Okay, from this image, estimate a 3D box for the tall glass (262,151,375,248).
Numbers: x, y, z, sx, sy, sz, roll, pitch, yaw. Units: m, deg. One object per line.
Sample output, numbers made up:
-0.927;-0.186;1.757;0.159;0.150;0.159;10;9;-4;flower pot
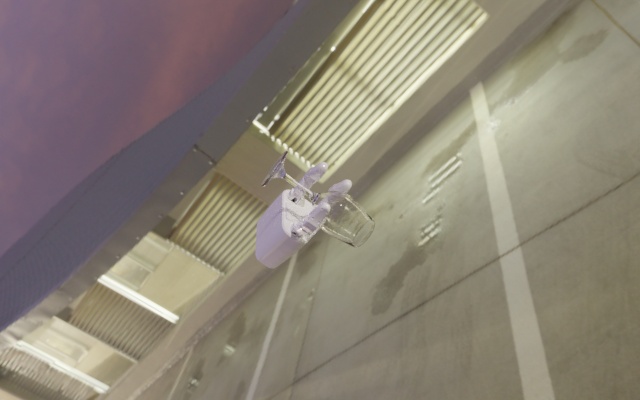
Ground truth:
0.000;0.002;0.830;0.201;0.079;0.079;36;-10;-14;tall glass
